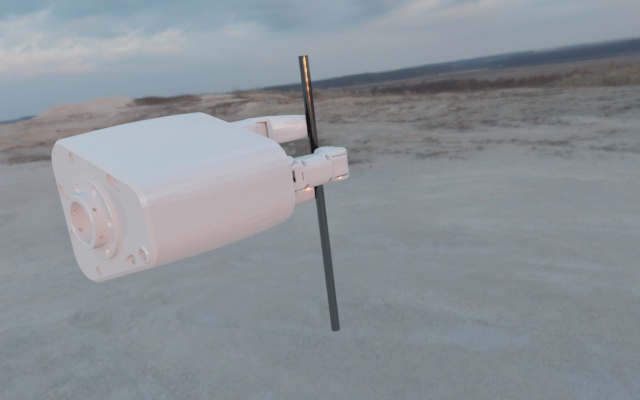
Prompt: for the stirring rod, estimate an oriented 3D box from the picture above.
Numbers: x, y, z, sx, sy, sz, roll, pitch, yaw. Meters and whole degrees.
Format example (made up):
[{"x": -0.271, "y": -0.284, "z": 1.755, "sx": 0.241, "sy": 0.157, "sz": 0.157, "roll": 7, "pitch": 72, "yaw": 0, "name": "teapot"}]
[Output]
[{"x": 0.000, "y": 0.001, "z": 0.407, "sx": 0.011, "sy": 0.239, "sz": 0.011, "roll": -6, "pitch": 14, "yaw": 2, "name": "stirring rod"}]
